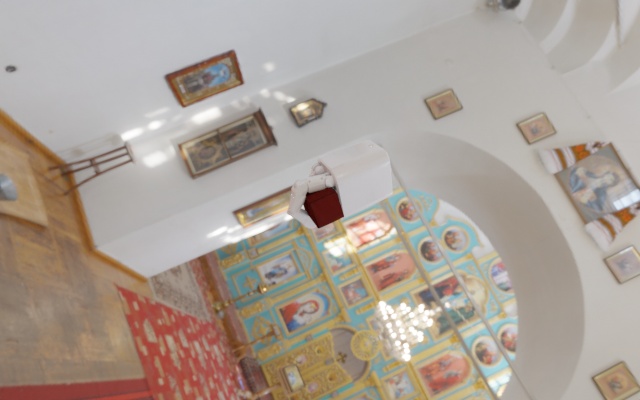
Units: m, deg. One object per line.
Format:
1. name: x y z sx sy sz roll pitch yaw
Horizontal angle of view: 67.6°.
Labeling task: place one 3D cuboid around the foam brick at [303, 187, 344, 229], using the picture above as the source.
1. foam brick: 0.000 0.003 0.831 0.051 0.053 0.078 -23 28 -9
